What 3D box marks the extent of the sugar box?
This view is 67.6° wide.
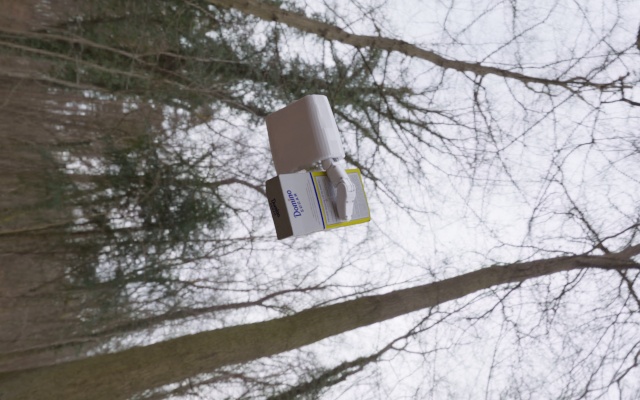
[{"bbox_3d":[0.000,0.002,0.749,0.176,0.093,0.048,-7,-10,-41],"label":"sugar box"}]
